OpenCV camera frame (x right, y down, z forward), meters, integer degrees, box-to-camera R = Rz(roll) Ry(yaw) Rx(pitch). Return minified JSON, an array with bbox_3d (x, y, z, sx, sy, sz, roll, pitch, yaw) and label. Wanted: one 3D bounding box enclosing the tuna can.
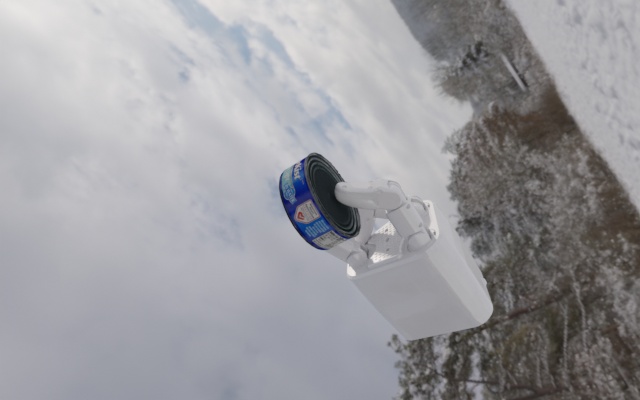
[{"bbox_3d":[0.000,0.002,0.437,0.034,0.086,0.086,-29,-12,22],"label":"tuna can"}]
